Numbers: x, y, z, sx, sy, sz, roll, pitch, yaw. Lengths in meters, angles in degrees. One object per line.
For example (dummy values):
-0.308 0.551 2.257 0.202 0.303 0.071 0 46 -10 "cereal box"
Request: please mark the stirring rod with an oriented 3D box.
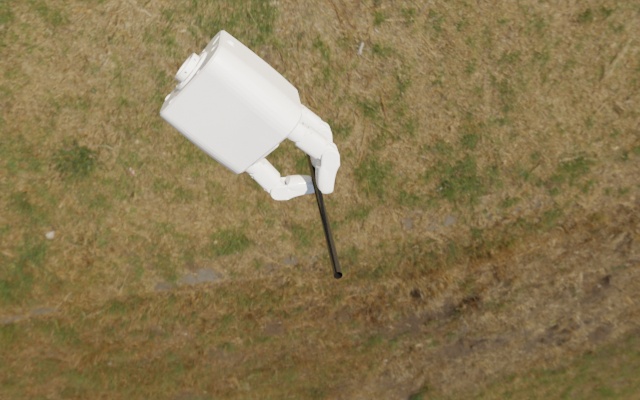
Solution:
0.000 0.002 0.525 0.011 0.011 0.239 0 33 -9 "stirring rod"
